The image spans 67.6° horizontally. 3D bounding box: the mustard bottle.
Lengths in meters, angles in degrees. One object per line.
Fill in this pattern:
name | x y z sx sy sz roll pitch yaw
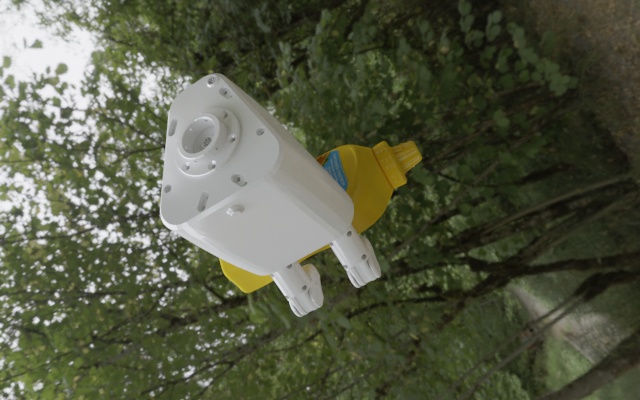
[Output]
mustard bottle | 0.000 0.002 0.424 0.191 0.058 0.096 -29 34 13
